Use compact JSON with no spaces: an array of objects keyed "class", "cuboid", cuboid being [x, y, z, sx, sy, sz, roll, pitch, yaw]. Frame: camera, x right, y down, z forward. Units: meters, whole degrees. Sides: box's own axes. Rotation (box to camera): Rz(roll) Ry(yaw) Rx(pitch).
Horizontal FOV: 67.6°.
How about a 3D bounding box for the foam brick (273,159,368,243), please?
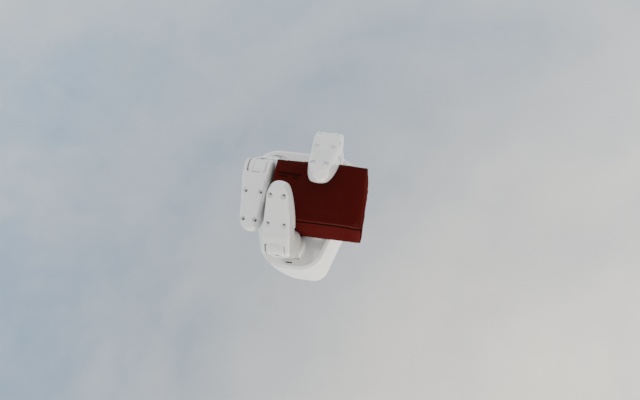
[{"class":"foam brick","cuboid":[0.000,0.001,0.402,0.078,0.053,0.051,7,-17,9]}]
